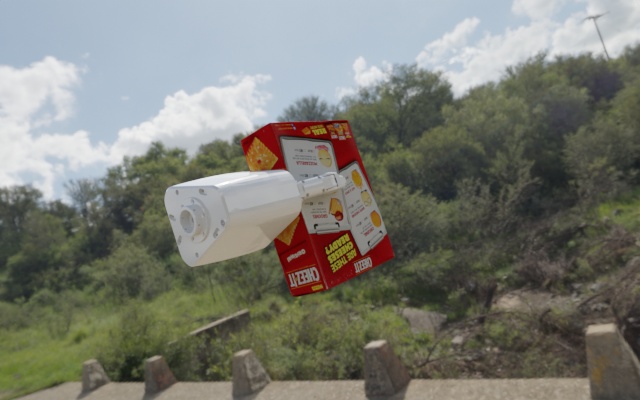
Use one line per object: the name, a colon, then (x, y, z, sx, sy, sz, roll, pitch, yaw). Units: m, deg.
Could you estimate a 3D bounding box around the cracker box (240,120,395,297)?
cracker box: (0.000, 0.002, 0.648, 0.072, 0.213, 0.164, -22, -5, 40)
